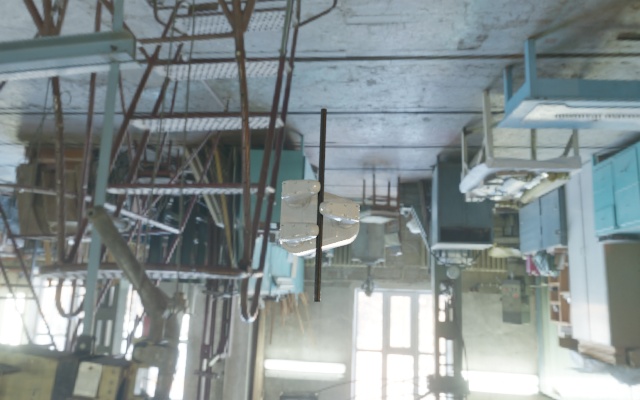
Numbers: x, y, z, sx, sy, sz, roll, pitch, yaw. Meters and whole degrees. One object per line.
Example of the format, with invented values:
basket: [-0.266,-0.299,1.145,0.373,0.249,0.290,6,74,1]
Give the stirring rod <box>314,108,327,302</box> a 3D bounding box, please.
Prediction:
stirring rod: [0.000,0.002,0.588,0.011,0.239,0.011,2,-11,0]
